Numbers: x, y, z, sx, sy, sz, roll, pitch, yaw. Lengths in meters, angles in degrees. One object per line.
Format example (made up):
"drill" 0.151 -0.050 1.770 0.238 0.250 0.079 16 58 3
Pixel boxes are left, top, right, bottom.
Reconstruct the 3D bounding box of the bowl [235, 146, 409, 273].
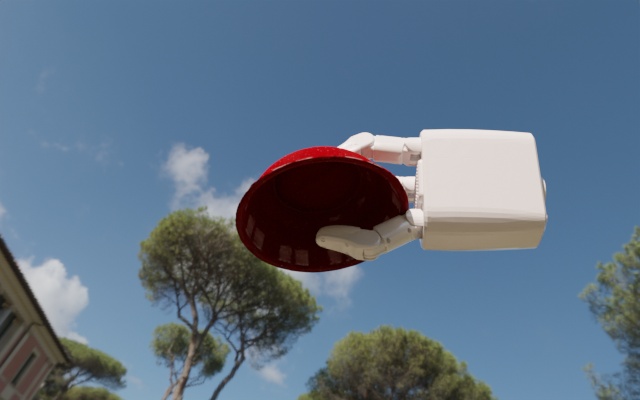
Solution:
"bowl" -0.001 0.001 0.460 0.162 0.055 0.162 -5 -43 -4
